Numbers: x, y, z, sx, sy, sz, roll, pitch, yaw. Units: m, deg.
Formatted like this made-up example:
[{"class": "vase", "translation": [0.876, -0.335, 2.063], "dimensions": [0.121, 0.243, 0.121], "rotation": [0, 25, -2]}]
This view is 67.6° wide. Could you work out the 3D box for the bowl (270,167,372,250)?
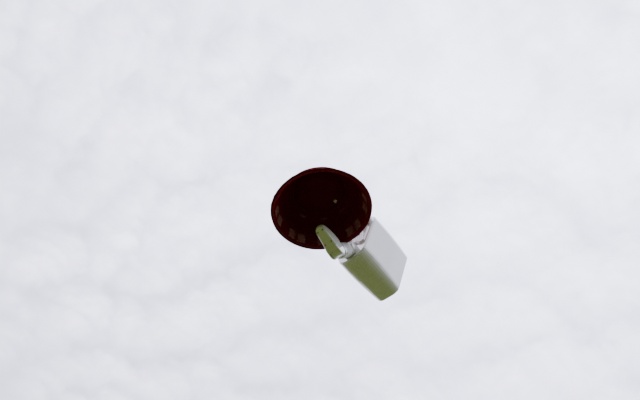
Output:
[{"class": "bowl", "translation": [-0.001, 0.001, 0.773], "dimensions": [0.162, 0.162, 0.055], "rotation": [0, 37, -5]}]
